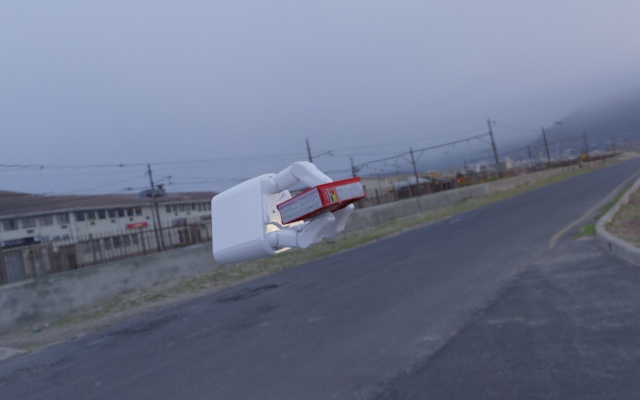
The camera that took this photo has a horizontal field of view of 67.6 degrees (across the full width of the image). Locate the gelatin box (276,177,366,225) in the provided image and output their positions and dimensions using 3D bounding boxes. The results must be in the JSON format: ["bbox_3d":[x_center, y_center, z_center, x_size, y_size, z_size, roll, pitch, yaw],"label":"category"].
[{"bbox_3d":[0.000,0.001,0.594,0.073,0.030,0.089,-13,-9,-42],"label":"gelatin box"}]
